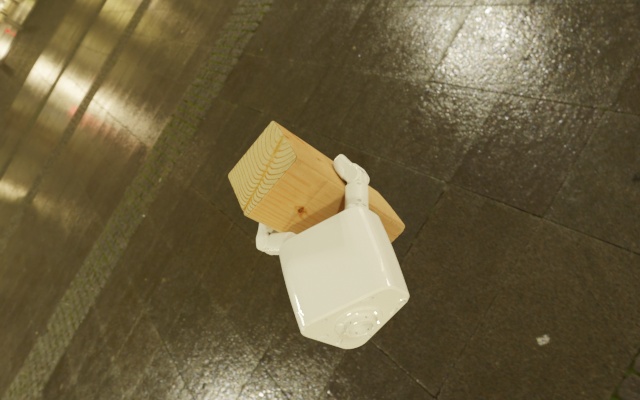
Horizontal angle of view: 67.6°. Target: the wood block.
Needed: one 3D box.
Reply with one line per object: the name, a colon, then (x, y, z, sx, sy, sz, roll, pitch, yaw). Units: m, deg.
wood block: (0.000, 0.002, 0.604, 0.206, 0.091, 0.090, 31, 18, -40)
